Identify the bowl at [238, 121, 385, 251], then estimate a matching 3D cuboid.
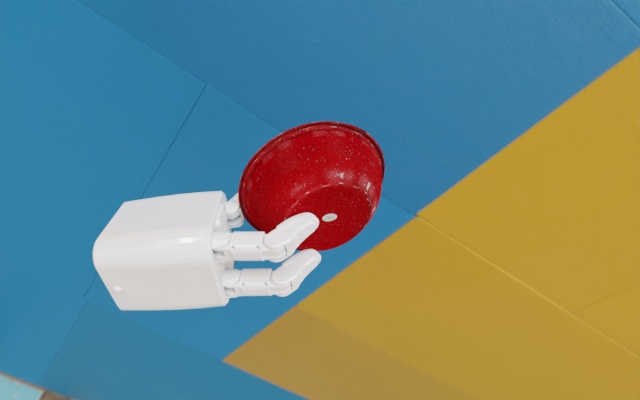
[{"bbox_3d":[0.001,0.001,0.489,0.162,0.162,0.055,0,41,-22],"label":"bowl"}]
